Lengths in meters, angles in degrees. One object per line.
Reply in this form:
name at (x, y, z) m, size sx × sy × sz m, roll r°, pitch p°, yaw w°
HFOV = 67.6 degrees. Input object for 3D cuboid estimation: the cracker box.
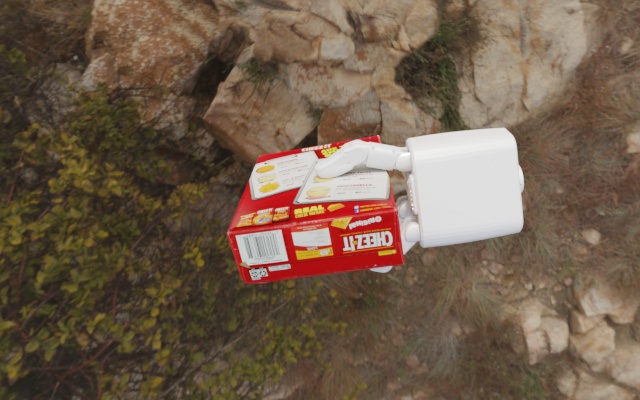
cracker box at (0.000, 0.002, 0.547) m, size 0.164 × 0.072 × 0.213 m, roll -9°, pitch 25°, yaw 6°
